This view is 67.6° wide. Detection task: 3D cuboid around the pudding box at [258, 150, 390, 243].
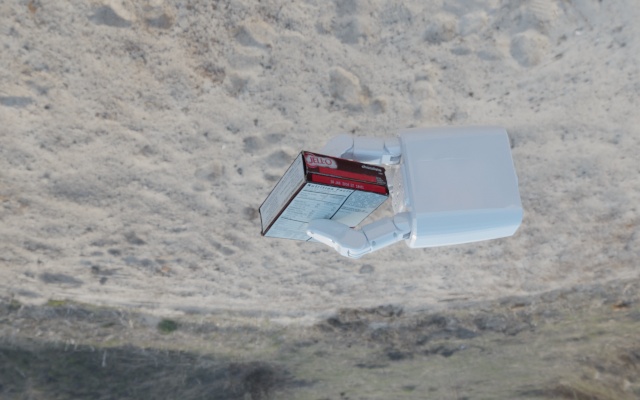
[{"bbox_3d":[0.000,0.002,0.472,0.090,0.039,0.113,10,-36,-26],"label":"pudding box"}]
